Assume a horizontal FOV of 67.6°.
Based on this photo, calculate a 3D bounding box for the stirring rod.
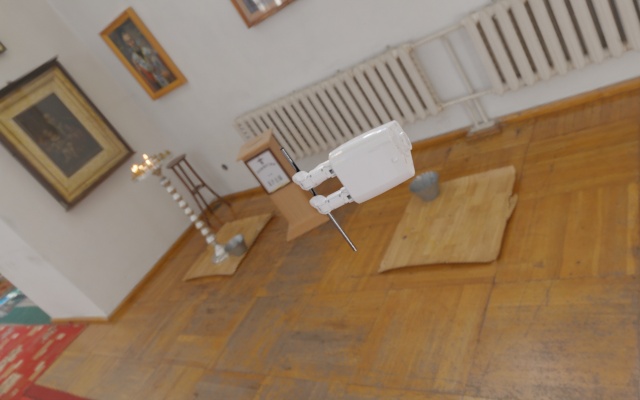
[{"bbox_3d":[0.000,0.003,0.853,0.011,0.240,0.011,-30,23,14],"label":"stirring rod"}]
